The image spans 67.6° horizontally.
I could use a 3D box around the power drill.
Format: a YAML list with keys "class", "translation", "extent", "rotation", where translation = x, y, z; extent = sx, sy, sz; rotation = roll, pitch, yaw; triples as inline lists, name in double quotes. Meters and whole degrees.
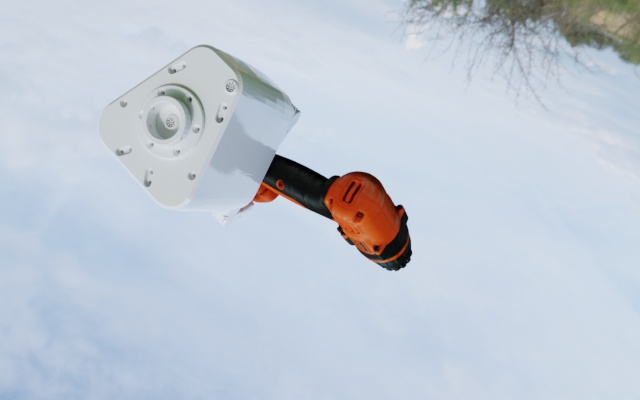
- class: "power drill"
  translation: [0.000, 0.001, 0.473]
  extent: [0.187, 0.057, 0.184]
  rotation: [24, -14, 27]
